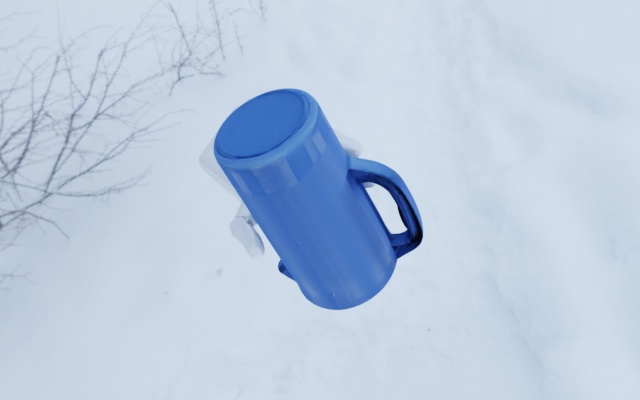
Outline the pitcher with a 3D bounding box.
[{"bbox_3d":[0.000,0.002,0.512,0.145,0.149,0.243,32,-20,42],"label":"pitcher"}]
